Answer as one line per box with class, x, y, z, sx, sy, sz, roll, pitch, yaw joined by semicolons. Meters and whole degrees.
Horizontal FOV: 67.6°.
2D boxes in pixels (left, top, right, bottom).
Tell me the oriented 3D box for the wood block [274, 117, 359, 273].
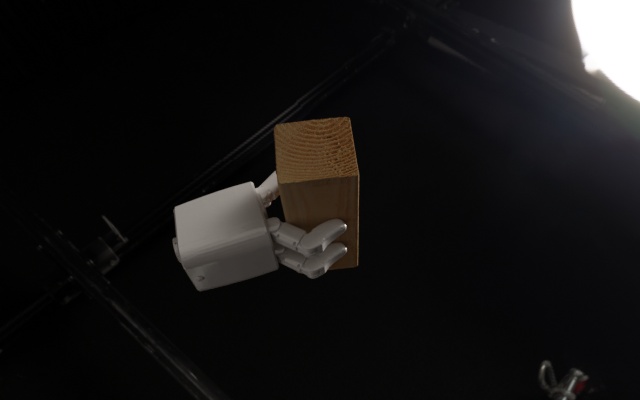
wood block;0.000;0.002;0.610;0.090;0.090;0.206;-6;-35;-1
